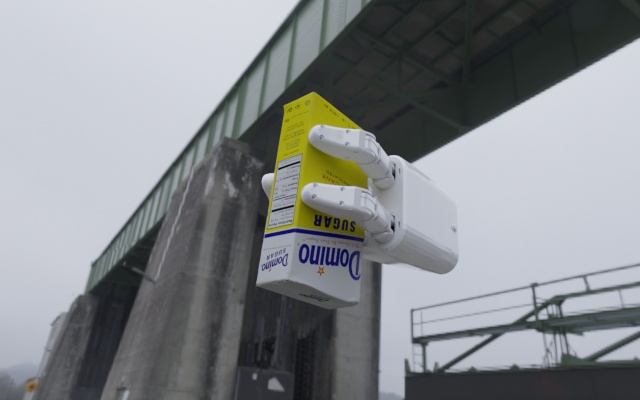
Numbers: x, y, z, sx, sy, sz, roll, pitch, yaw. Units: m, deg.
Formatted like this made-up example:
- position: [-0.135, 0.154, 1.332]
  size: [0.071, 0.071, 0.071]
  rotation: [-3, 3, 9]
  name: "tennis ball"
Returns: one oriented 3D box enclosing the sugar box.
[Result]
- position: [0.001, 0.001, 0.434]
  size: [0.048, 0.176, 0.093]
  rotation: [-17, -32, 38]
  name: "sugar box"
